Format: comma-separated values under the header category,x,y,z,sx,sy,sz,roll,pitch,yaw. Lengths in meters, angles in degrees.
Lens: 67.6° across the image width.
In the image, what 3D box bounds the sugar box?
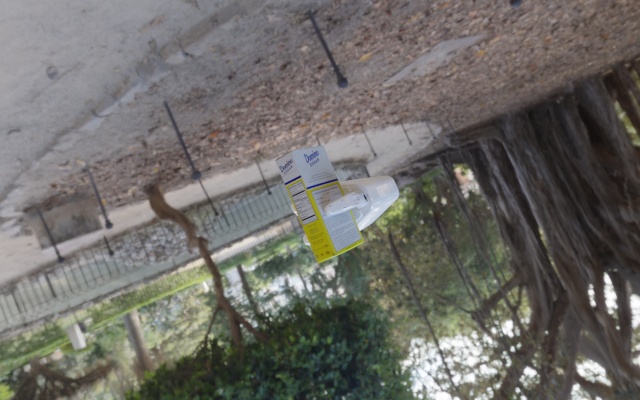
category,x,y,z,sx,sy,sz,roll,pitch,yaw
sugar box,0.000,0.003,0.766,0.048,0.176,0.093,-28,-6,35
